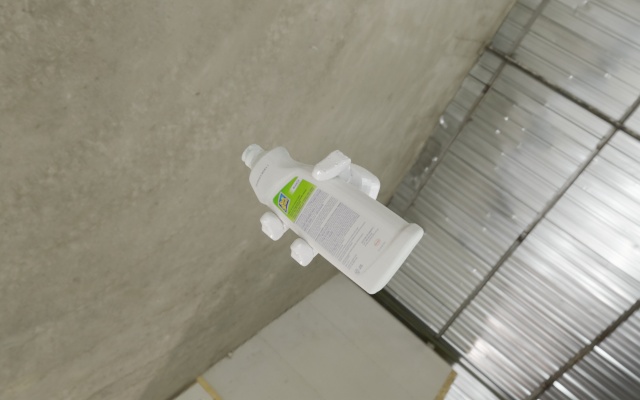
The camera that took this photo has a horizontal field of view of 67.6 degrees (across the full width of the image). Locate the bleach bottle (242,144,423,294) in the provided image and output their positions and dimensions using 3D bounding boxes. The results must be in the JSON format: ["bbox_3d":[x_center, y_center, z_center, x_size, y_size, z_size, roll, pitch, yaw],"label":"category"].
[{"bbox_3d":[0.000,0.002,0.610,0.250,0.102,0.068,39,14,19],"label":"bleach bottle"}]
